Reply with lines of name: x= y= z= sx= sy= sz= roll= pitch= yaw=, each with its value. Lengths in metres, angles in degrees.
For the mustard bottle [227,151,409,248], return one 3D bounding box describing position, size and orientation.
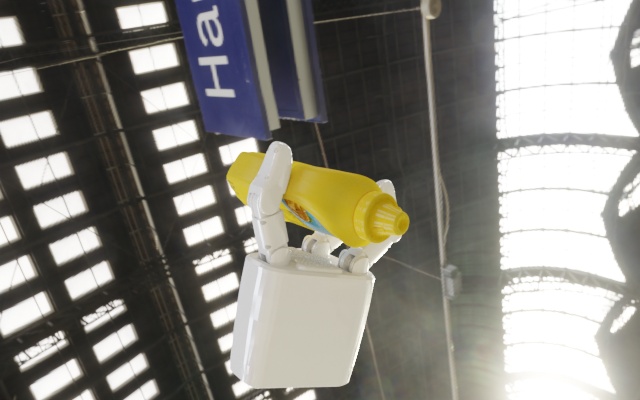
mustard bottle: x=0.000 y=0.001 z=0.431 sx=0.191 sy=0.058 sz=0.096 roll=16 pitch=-17 yaw=48
